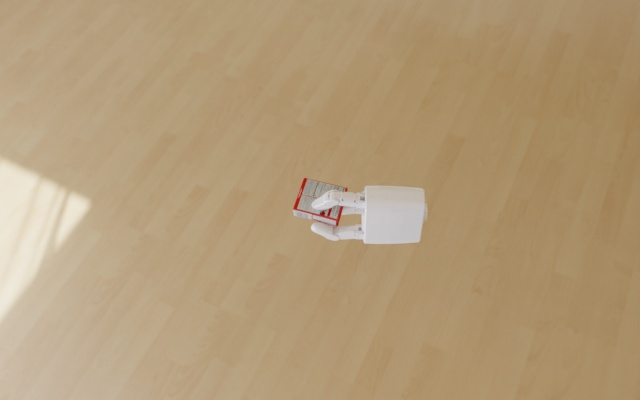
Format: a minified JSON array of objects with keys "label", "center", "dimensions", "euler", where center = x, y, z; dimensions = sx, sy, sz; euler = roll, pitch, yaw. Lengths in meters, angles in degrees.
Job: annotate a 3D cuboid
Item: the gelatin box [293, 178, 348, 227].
[{"label":"gelatin box","center":[0.000,0.003,0.899],"dimensions":[0.089,0.073,0.030],"euler":[14,-28,7]}]
